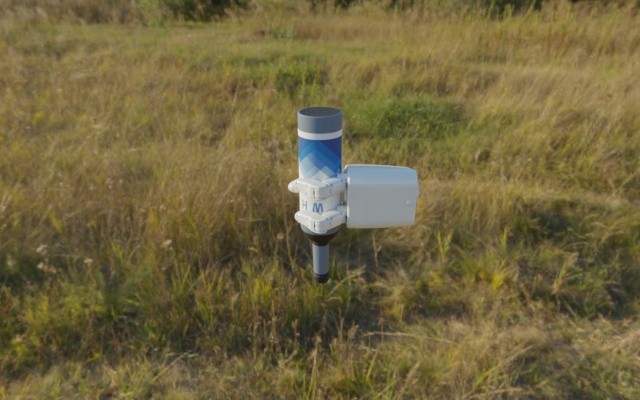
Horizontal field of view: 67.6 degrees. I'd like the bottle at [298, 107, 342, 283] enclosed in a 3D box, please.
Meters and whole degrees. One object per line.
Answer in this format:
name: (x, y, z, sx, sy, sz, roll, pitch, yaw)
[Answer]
bottle: (0.000, 0.002, 0.768, 0.069, 0.296, 0.069, 0, 24, 0)
